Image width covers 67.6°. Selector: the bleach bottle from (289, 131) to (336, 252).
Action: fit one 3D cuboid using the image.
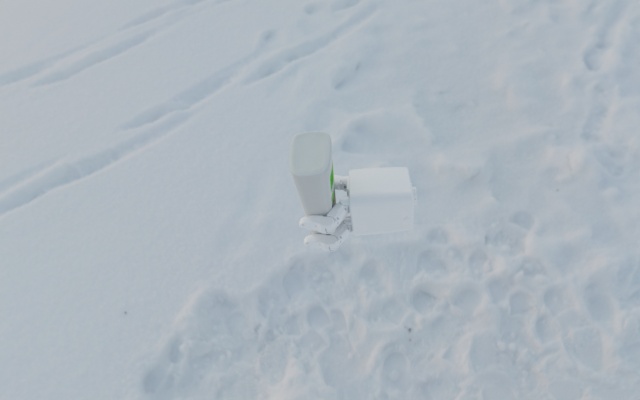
[{"bbox_3d":[0.000,0.003,0.843,0.068,0.102,0.251,-3,-39,7],"label":"bleach bottle"}]
